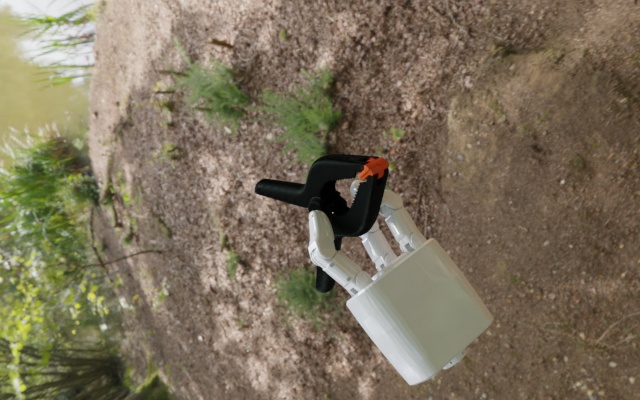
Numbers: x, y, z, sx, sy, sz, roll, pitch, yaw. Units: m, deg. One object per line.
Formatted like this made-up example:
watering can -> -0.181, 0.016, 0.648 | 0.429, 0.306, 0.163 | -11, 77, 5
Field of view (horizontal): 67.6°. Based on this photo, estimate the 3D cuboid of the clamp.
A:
clamp -> 0.000, 0.002, 0.540 | 0.036, 0.164, 0.210 | -29, -14, -38
